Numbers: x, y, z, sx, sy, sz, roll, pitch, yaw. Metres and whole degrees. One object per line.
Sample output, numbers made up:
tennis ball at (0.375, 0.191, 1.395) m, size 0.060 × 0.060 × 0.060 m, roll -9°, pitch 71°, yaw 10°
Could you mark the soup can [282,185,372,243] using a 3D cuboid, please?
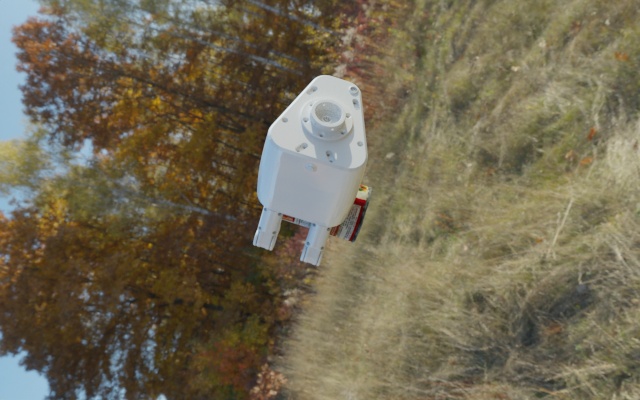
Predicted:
soup can at (0.000, 0.002, 0.554) m, size 0.102 × 0.068 × 0.068 m, roll 18°, pitch 0°, yaw -1°
